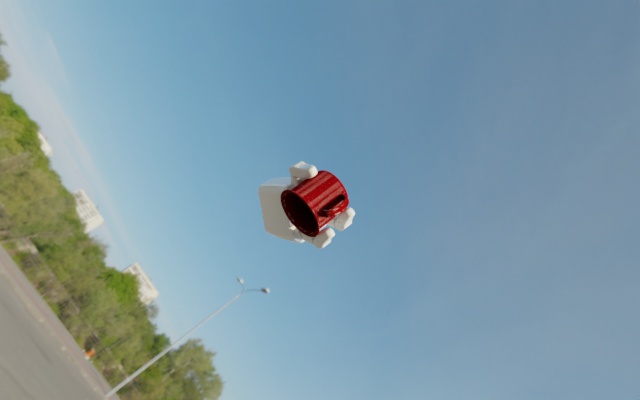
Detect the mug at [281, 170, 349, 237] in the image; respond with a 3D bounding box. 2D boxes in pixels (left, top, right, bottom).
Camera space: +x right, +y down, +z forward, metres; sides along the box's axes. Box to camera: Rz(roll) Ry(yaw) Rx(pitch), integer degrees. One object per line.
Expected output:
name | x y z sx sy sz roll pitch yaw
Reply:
mug | 0.001 0.003 0.799 0.081 0.093 0.117 -37 26 -29
